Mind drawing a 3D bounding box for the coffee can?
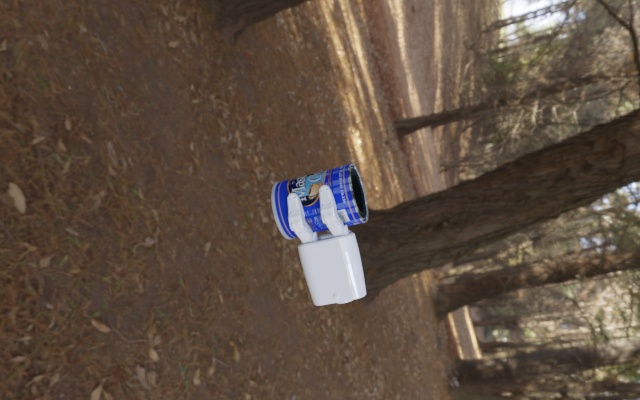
[{"bbox_3d":[0.000,0.003,0.818,0.140,0.103,0.103,-13,-4,16],"label":"coffee can"}]
